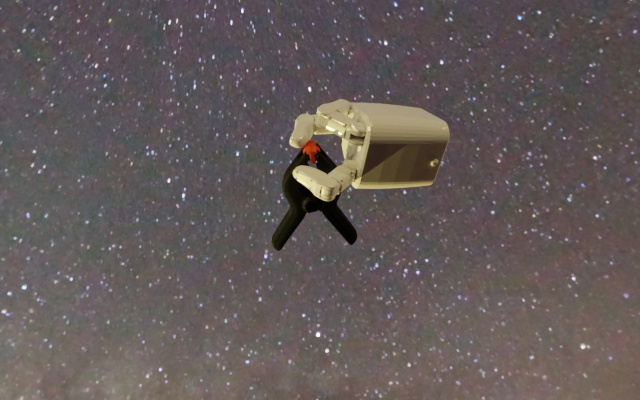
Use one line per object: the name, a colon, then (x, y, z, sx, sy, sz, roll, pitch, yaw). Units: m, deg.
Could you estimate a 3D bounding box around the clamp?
clamp: (0.000, 0.002, 0.637, 0.120, 0.172, 0.039, -1, 40, -14)
